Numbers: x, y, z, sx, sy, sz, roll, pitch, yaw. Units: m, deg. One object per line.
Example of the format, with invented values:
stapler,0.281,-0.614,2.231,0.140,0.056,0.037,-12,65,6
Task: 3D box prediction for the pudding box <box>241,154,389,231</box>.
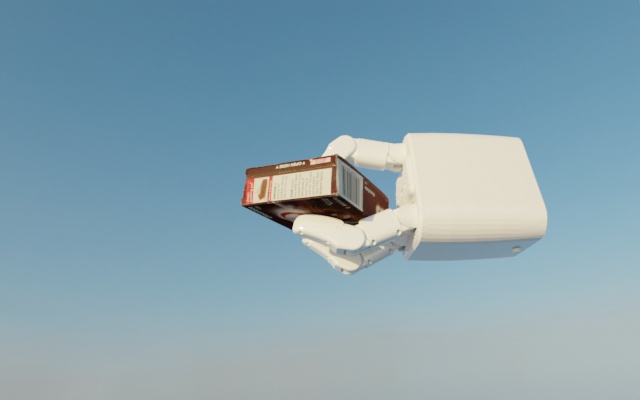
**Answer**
pudding box,0.000,0.001,0.420,0.090,0.039,0.113,-7,-23,27
